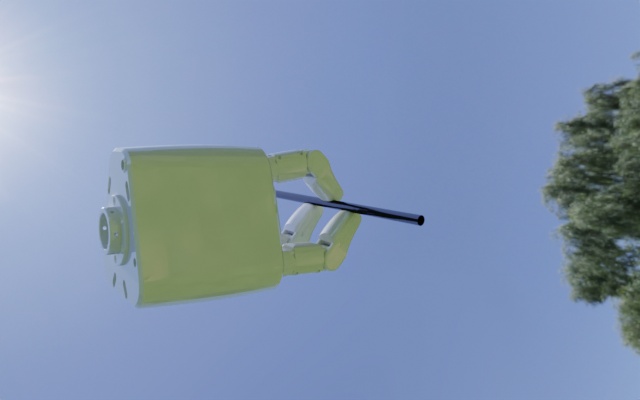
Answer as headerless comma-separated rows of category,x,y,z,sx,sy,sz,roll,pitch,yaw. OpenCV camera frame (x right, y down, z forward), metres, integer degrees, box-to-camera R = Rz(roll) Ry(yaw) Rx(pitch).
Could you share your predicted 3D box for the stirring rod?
stirring rod,0.000,0.001,0.443,0.011,0.011,0.239,0,6,-38
